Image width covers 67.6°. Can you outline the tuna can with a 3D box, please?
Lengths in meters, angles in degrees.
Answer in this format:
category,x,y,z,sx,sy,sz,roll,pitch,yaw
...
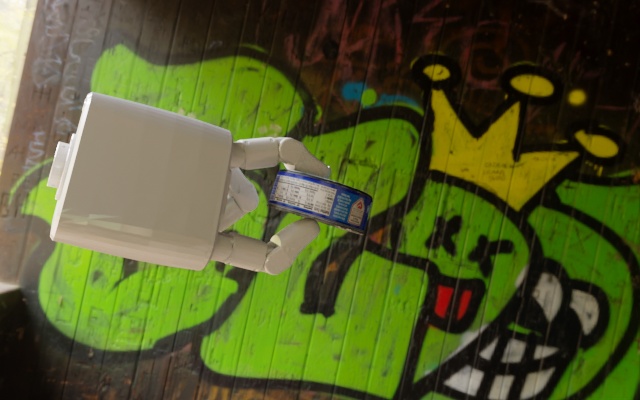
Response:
category,x,y,z,sx,sy,sz,roll,pitch,yaw
tuna can,0.000,0.001,0.406,0.086,0.034,0.086,17,-3,1
